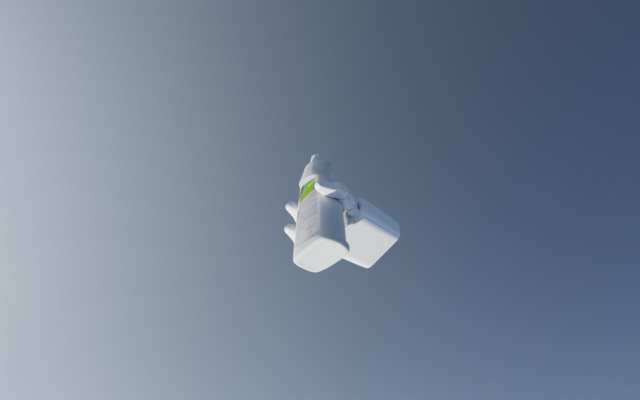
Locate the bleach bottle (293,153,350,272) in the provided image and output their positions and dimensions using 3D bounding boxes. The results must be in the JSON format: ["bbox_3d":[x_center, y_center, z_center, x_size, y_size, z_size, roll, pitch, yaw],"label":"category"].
[{"bbox_3d":[0.000,0.003,0.884,0.068,0.250,0.102,30,-50,-28],"label":"bleach bottle"}]
